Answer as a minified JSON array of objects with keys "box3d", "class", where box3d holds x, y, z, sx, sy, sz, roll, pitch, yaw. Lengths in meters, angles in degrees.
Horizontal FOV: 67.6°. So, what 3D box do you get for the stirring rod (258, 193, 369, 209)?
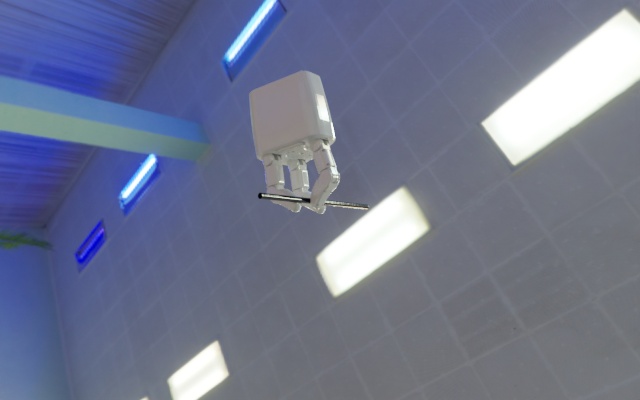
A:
[{"box3d":[0.000,0.002,0.696,0.011,0.011,0.239,0,-4,40],"class":"stirring rod"}]
